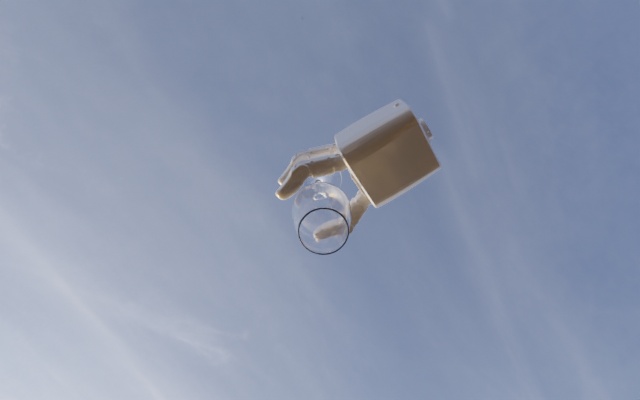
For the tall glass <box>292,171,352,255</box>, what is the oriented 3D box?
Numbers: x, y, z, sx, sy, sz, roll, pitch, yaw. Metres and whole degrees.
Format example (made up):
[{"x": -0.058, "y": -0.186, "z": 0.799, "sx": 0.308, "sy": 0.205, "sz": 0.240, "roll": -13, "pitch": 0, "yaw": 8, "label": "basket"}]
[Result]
[{"x": 0.000, "y": 0.002, "z": 0.658, "sx": 0.079, "sy": 0.079, "sz": 0.201, "roll": 0, "pitch": 21, "yaw": -2, "label": "tall glass"}]
